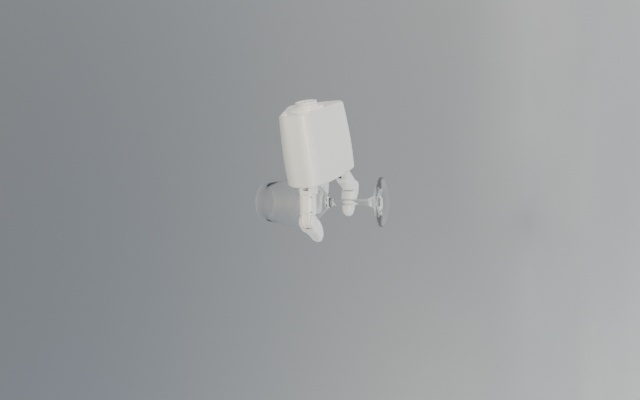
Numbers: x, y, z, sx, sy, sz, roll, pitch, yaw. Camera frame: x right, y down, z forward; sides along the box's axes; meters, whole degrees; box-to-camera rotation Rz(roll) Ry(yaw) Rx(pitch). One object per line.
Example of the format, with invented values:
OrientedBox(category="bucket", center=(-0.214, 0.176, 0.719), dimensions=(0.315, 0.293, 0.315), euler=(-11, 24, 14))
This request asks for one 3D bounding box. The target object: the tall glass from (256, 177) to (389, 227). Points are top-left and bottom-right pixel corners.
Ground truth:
OrientedBox(category="tall glass", center=(0.001, 0.003, 0.747), dimensions=(0.201, 0.079, 0.079), euler=(-1, 0, 23))
